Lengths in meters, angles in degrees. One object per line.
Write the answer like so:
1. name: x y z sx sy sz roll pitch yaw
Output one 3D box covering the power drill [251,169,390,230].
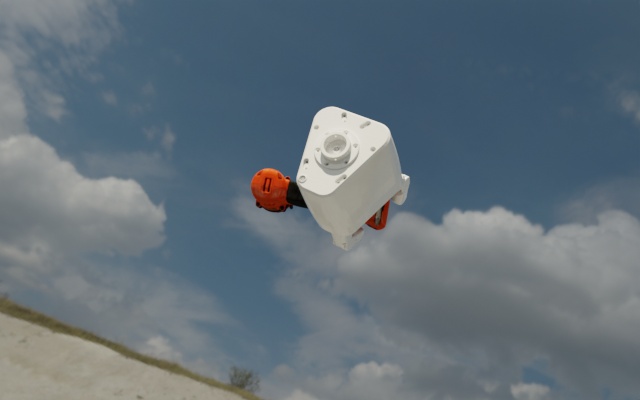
1. power drill: 0.001 0.002 0.684 0.187 0.057 0.184 8 -4 2
